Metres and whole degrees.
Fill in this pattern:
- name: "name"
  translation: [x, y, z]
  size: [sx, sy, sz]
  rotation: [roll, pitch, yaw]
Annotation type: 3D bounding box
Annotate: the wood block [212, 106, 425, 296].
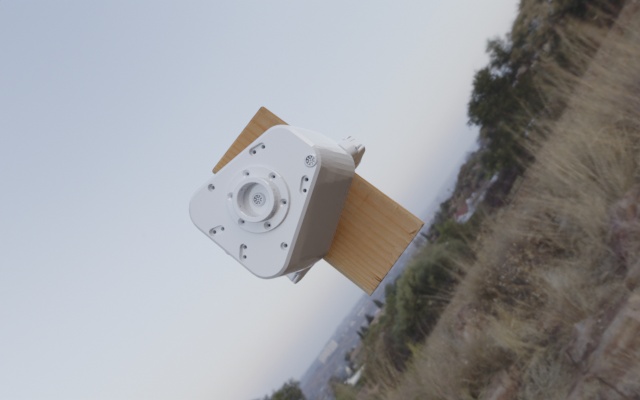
- name: "wood block"
  translation: [0.000, 0.001, 0.517]
  size: [0.206, 0.091, 0.090]
  rotation: [37, -1, 11]
